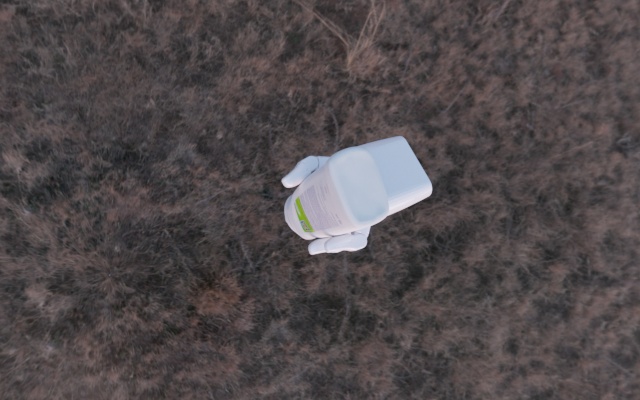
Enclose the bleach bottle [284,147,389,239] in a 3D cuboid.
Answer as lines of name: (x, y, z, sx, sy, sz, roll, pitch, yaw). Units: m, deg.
bleach bottle: (0.000, 0.002, 0.687, 0.068, 0.102, 0.251, -20, 0, -25)
